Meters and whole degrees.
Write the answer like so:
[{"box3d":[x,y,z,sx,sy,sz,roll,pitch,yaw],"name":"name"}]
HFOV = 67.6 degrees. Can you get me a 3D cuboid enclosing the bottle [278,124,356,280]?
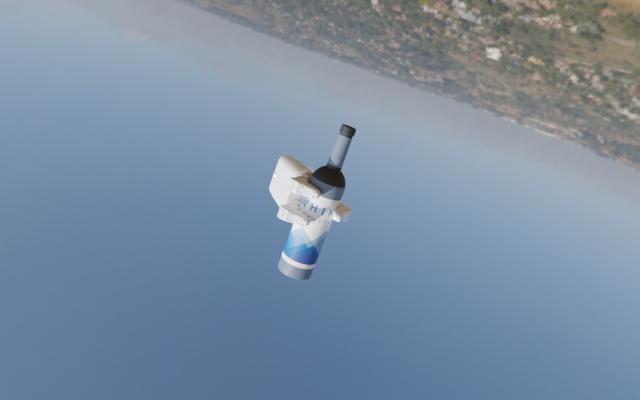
[{"box3d":[0.000,0.003,0.878,0.069,0.296,0.069,19,15,-5],"name":"bottle"}]
